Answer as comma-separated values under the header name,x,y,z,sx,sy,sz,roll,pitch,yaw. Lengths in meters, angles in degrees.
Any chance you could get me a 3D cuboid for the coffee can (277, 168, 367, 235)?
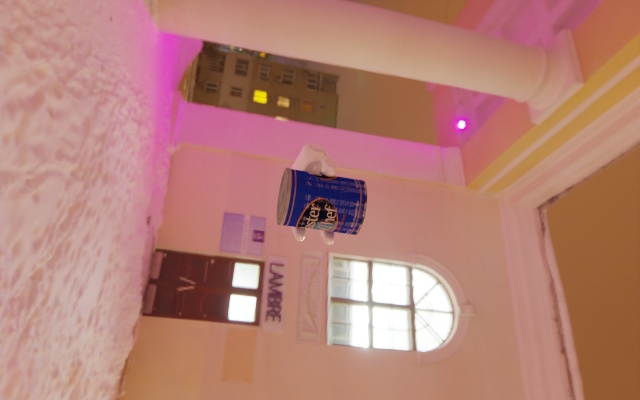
name,x,y,z,sx,sy,sz,roll,pitch,yaw
coffee can,0.000,0.003,0.849,0.140,0.103,0.103,8,-2,-12
